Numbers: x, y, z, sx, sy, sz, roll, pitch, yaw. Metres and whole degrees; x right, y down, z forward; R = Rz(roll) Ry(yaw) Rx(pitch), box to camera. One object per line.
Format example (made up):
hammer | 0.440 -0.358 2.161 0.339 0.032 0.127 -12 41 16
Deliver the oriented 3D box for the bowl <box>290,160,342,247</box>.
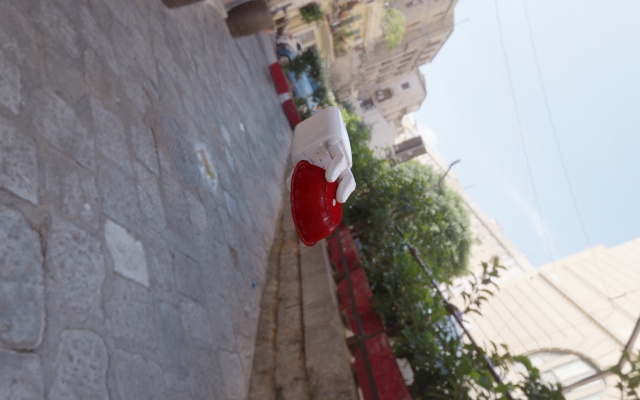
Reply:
bowl | 0.000 0.004 0.875 0.055 0.162 0.162 -5 -2 19
